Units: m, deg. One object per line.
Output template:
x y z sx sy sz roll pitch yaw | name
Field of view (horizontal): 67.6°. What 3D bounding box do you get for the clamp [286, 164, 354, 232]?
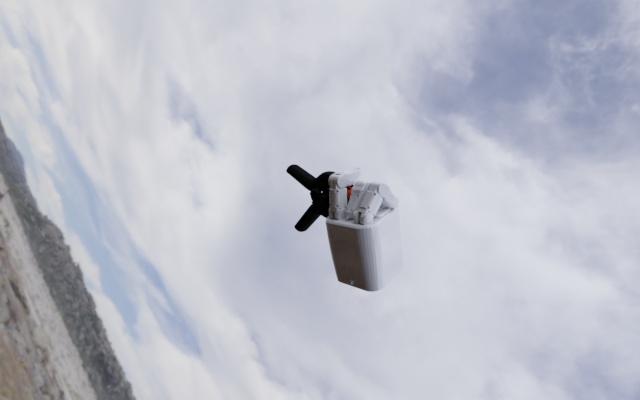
0.001 0.002 0.802 0.039 0.120 0.171 -17 17 -34 | clamp
